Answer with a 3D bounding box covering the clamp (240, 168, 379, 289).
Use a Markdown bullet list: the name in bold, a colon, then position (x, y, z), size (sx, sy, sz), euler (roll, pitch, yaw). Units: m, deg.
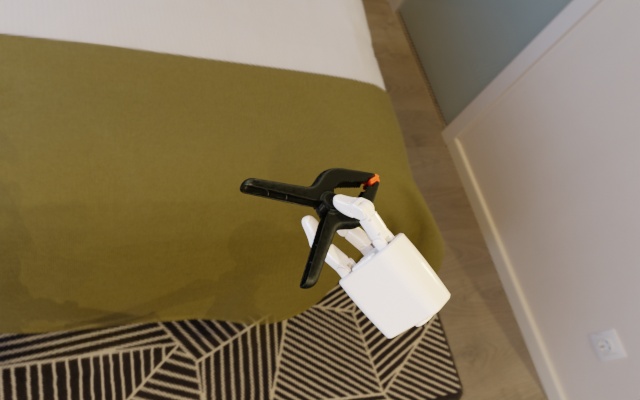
- **clamp**: position (0.001, 0.002, 0.671), size (0.210, 0.164, 0.036), euler (-36, -3, -35)
